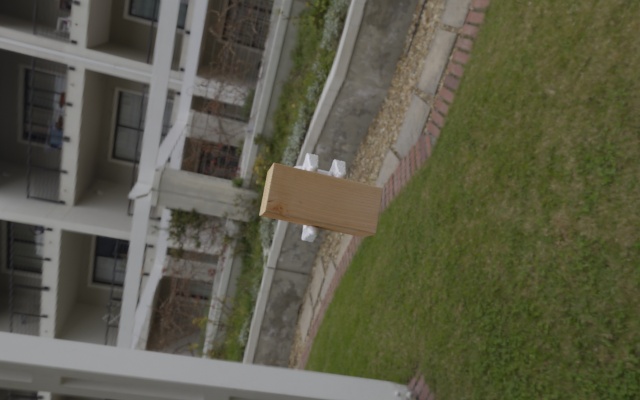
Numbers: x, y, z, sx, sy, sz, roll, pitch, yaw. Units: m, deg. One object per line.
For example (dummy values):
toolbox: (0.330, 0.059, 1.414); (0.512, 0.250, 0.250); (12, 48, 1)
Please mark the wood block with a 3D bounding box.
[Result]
wood block: (0.000, 0.003, 0.889); (0.206, 0.091, 0.090); (12, -10, -12)
